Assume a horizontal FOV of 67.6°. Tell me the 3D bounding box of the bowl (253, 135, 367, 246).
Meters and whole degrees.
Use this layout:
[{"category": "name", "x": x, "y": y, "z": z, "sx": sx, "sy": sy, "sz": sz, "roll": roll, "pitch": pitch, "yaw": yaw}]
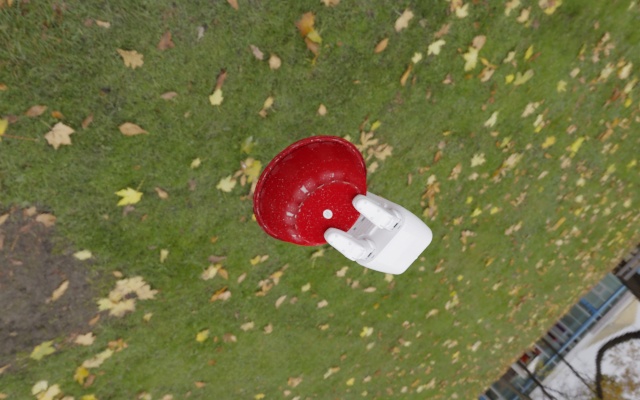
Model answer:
[{"category": "bowl", "x": -0.001, "y": 0.002, "z": 0.599, "sx": 0.162, "sy": 0.162, "sz": 0.055, "roll": 0, "pitch": 32, "yaw": -30}]
